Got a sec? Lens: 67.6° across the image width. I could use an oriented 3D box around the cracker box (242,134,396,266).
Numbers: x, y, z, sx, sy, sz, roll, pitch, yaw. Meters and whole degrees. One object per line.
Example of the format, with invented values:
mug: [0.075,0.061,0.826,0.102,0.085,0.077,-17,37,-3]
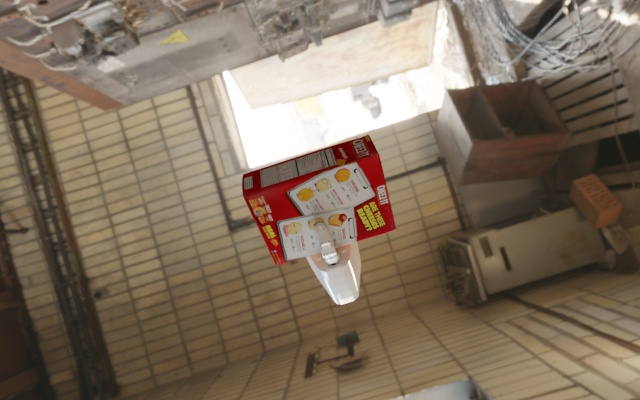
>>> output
cracker box: [0.000,0.003,0.777,0.214,0.164,0.072,-18,39,2]
